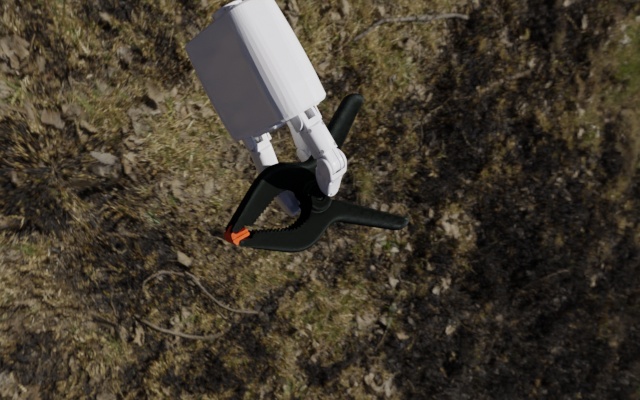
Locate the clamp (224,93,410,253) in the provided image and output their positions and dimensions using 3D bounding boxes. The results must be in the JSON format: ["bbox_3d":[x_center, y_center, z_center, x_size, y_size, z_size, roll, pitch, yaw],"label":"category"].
[{"bbox_3d":[0.000,0.002,0.509,0.210,0.164,0.036,-35,14,-23],"label":"clamp"}]
